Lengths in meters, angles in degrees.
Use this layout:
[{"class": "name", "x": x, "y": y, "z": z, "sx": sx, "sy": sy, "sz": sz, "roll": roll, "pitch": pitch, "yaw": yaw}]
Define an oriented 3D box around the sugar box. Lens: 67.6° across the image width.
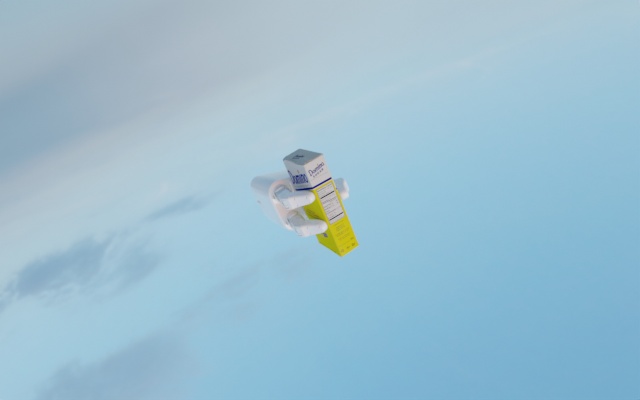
[{"class": "sugar box", "x": 0.000, "y": 0.003, "z": 0.805, "sx": 0.048, "sy": 0.176, "sz": 0.093, "roll": -33, "pitch": 23, "yaw": -17}]
